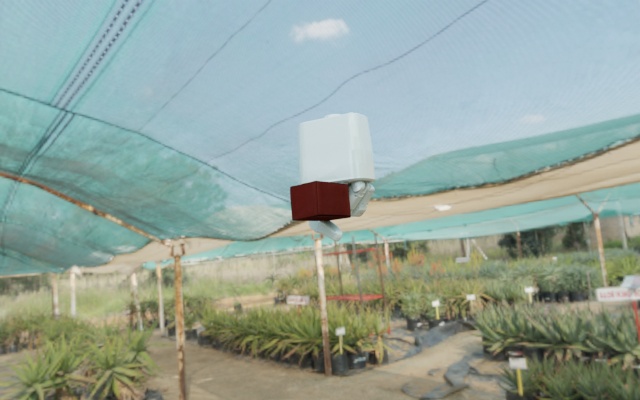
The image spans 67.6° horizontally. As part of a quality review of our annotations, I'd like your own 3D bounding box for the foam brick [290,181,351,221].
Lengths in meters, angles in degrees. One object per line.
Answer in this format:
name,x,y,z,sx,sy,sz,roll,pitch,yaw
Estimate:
foam brick,0.000,0.002,0.701,0.053,0.051,0.078,-10,-9,39
